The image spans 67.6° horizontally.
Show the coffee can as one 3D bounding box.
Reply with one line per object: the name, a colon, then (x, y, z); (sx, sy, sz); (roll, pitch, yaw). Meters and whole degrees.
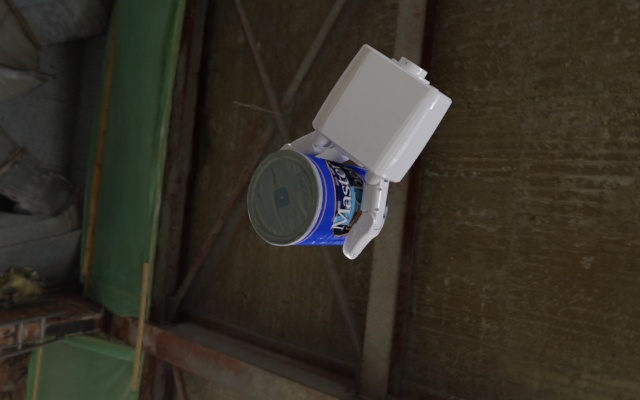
coffee can: (0.000, 0.002, 0.560); (0.103, 0.103, 0.140); (0, -4, 37)
